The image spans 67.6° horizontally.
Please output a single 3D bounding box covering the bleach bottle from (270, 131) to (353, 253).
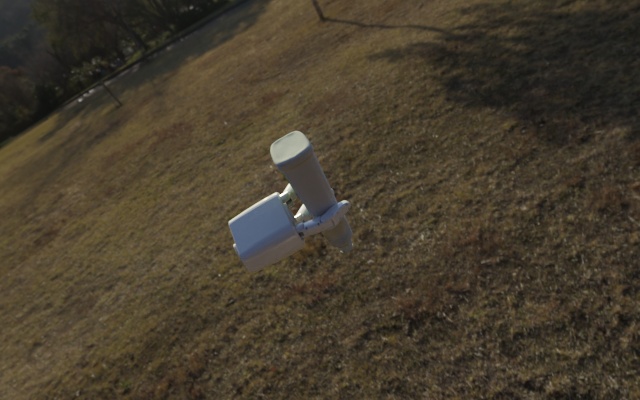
[{"bbox_3d":[0.000,0.003,0.847,0.068,0.251,0.102,-29,31,0],"label":"bleach bottle"}]
